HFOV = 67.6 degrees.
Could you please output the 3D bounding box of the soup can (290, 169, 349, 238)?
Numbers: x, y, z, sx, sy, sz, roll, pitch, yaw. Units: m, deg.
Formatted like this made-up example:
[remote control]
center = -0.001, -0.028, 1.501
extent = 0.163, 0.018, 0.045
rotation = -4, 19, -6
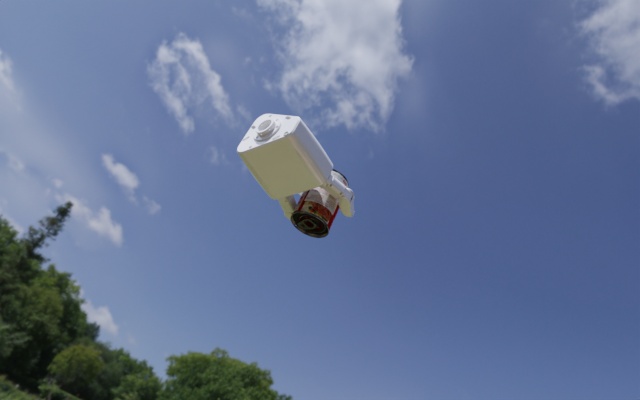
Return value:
[soup can]
center = 0.001, 0.003, 0.806
extent = 0.068, 0.102, 0.069
rotation = 18, -34, 12
